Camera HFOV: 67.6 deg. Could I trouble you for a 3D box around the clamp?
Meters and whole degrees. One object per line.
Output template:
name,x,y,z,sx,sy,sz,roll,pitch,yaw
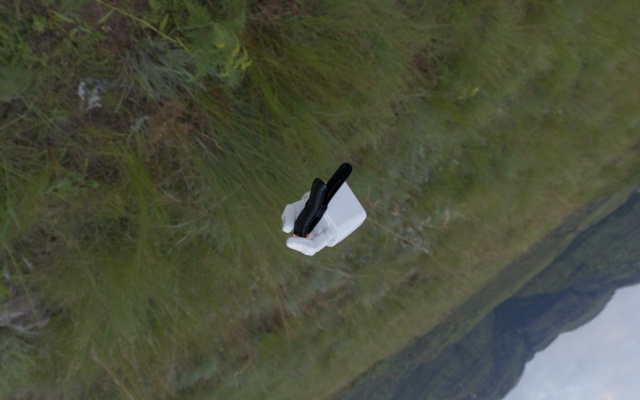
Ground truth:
clamp,0.000,0.003,0.885,0.120,0.039,0.172,-30,-23,-44
